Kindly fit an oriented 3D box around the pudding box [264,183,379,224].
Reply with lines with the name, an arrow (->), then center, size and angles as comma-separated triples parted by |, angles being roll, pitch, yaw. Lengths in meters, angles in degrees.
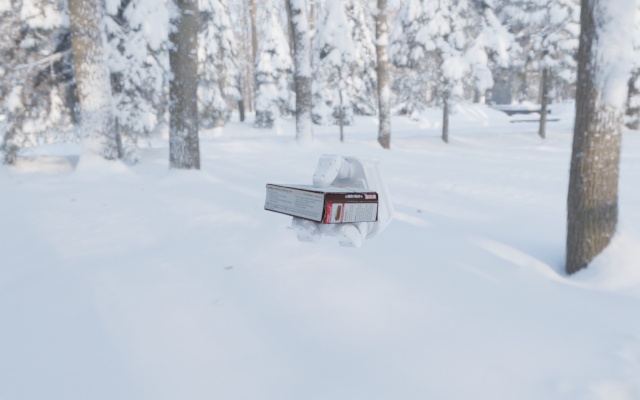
pudding box -> 0.000, 0.002, 0.574 | 0.090, 0.039, 0.113 | -2, 6, -41
